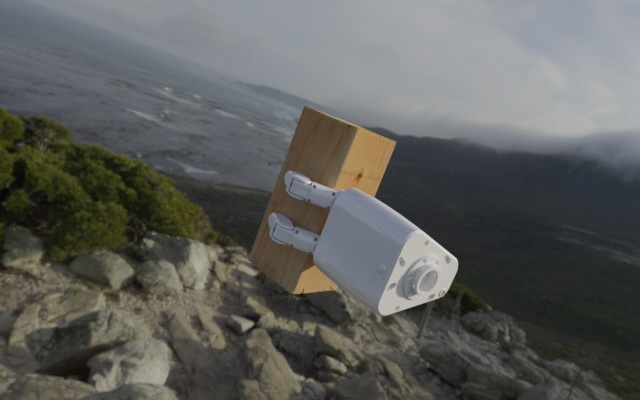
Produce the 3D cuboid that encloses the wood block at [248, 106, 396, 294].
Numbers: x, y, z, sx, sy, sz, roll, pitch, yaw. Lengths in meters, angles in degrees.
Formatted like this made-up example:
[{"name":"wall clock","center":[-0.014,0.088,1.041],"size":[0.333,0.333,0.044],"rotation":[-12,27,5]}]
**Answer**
[{"name":"wood block","center":[0.001,0.002,0.594],"size":[0.090,0.206,0.091],"rotation":[30,14,37]}]
